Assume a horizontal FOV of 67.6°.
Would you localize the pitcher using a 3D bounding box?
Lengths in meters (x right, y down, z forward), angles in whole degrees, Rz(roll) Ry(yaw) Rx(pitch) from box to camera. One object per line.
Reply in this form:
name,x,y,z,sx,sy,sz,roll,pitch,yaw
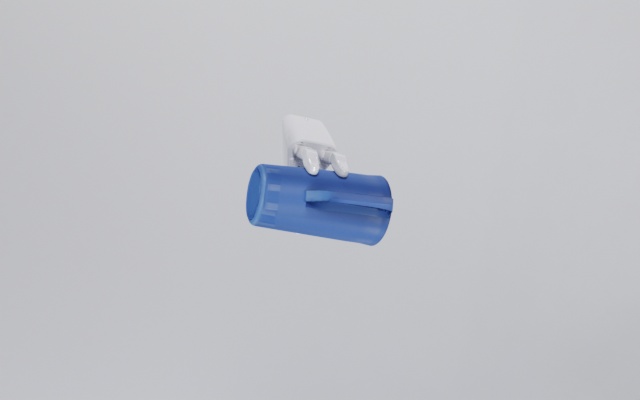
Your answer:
pitcher,0.000,0.003,0.846,0.243,0.149,0.145,8,38,-21
